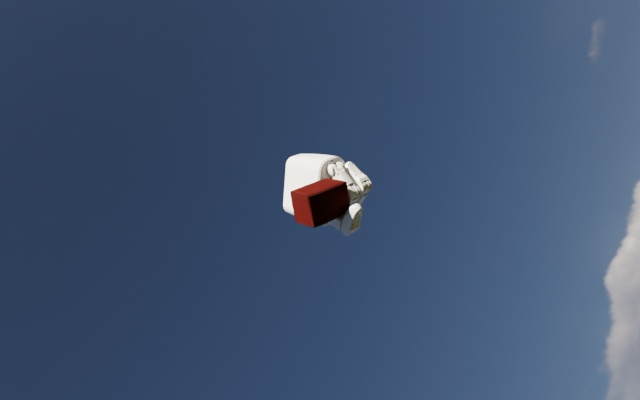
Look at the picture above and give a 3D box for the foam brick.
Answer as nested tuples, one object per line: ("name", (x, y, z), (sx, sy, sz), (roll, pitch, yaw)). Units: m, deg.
("foam brick", (0.000, 0.002, 0.744), (0.078, 0.053, 0.051), (-21, 22, -34))
